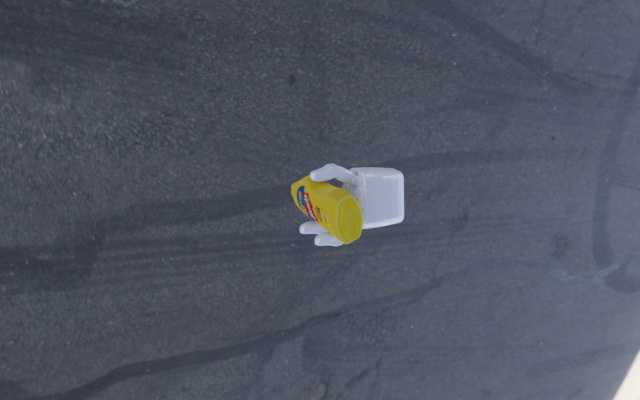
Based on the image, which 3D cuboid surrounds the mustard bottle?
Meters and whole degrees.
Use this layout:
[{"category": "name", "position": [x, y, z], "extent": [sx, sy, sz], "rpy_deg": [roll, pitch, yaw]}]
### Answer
[{"category": "mustard bottle", "position": [0.000, 0.003, 0.894], "extent": [0.058, 0.096, 0.191], "rpy_deg": [-29, 34, -21]}]
